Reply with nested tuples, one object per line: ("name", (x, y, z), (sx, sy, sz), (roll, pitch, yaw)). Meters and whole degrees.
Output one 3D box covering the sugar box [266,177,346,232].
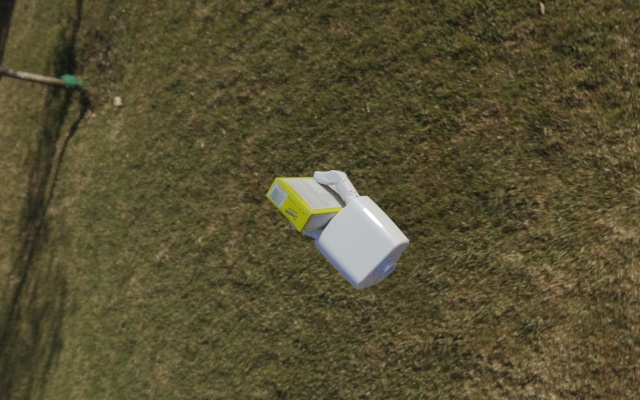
("sugar box", (0.000, 0.003, 0.813), (0.093, 0.048, 0.176), (46, 24, 26))
